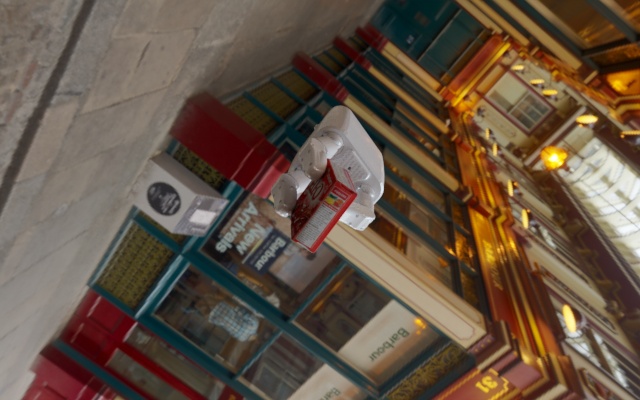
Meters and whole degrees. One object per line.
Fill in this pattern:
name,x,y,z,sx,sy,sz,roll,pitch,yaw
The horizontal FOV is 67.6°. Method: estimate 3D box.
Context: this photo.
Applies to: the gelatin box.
gelatin box,0.000,0.002,0.488,0.030,0.073,0.089,33,14,-15
